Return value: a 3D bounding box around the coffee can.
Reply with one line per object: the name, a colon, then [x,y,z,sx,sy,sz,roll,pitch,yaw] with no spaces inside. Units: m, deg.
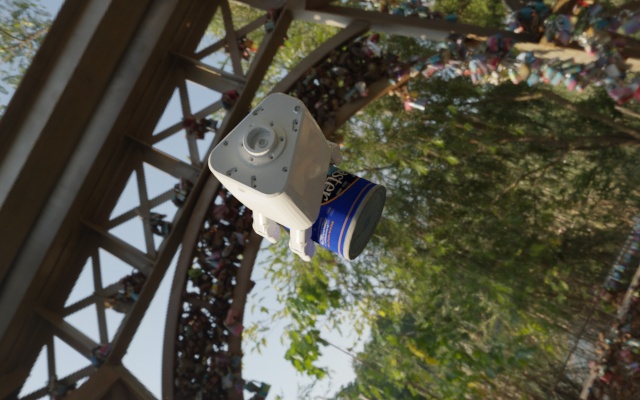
coffee can: [0.000,0.002,0.621,0.140,0.103,0.103,24,9,20]
